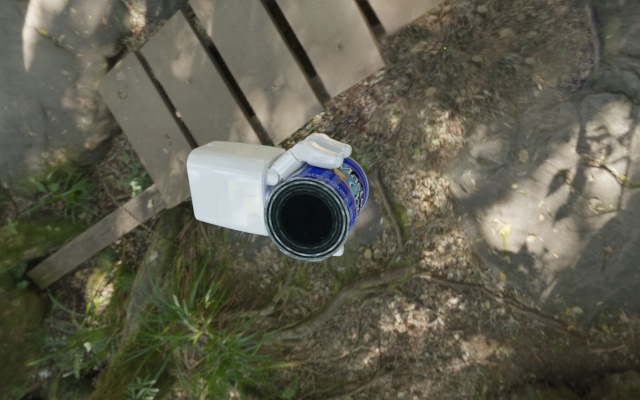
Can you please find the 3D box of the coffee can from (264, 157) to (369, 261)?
[{"bbox_3d":[0.000,0.002,0.606,0.103,0.103,0.140,0,17,15],"label":"coffee can"}]
